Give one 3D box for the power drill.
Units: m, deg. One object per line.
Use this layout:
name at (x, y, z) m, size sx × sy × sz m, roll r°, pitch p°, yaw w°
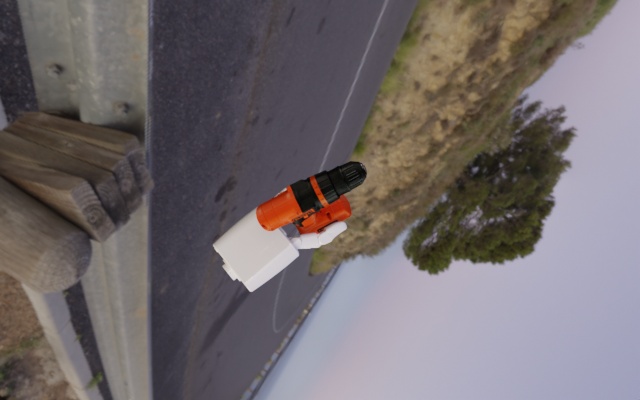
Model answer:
power drill at (0.000, 0.003, 0.799) m, size 0.184 × 0.057 × 0.188 m, roll -25°, pitch -16°, yaw 7°
